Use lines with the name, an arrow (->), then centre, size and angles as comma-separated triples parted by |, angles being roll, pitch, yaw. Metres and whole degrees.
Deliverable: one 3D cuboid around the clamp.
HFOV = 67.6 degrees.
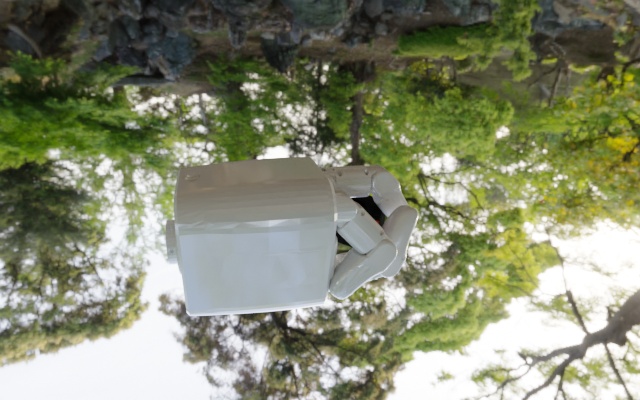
clamp -> 0.000, 0.002, 0.457 | 0.120, 0.039, 0.171 | -6, 19, -11
